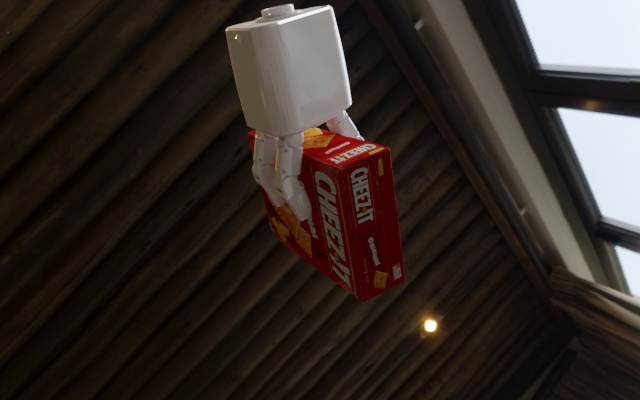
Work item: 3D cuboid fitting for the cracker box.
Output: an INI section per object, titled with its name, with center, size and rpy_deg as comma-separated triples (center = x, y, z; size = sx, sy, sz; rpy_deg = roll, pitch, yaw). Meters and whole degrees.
[cracker box]
center = 0.000, 0.002, 0.577
size = 0.072, 0.164, 0.213
rpy_deg = -24, 28, -24
